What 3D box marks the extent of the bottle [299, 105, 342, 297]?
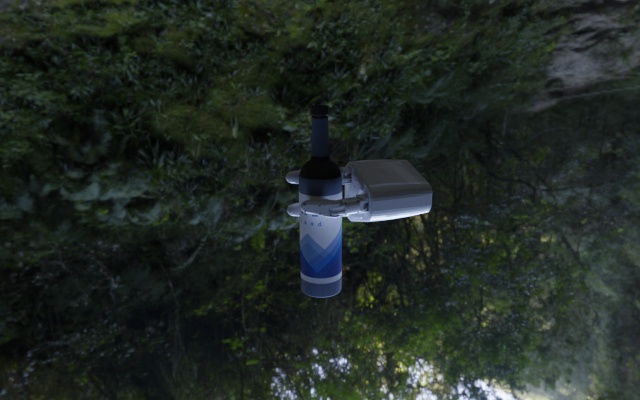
[{"bbox_3d":[0.000,0.003,0.741,0.069,0.296,0.069,0,16,0],"label":"bottle"}]
